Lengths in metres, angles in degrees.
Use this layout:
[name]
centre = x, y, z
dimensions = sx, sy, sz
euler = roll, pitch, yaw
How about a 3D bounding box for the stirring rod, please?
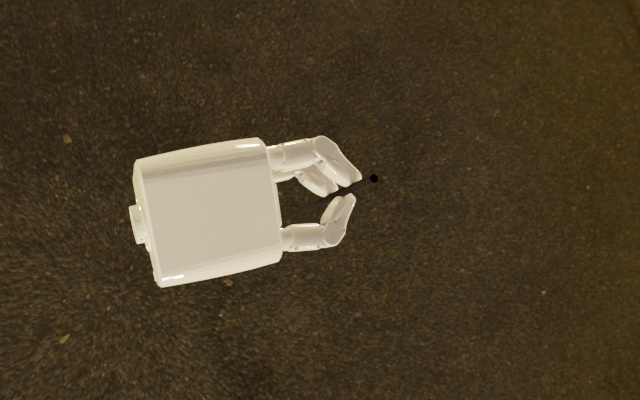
[stirring rod]
centre = 0.000, 0.002, 0.516
dimensions = 0.011, 0.011, 0.239
euler = 0, -10, -23
